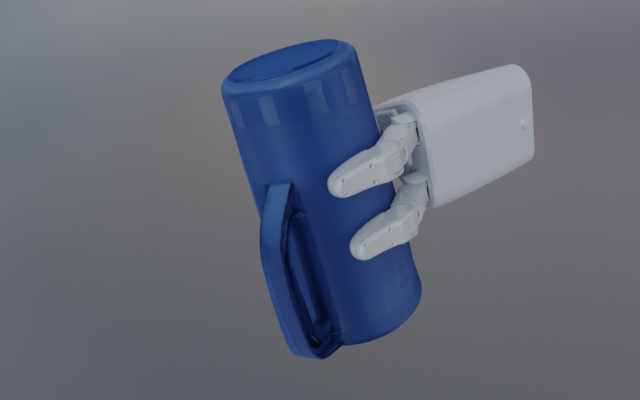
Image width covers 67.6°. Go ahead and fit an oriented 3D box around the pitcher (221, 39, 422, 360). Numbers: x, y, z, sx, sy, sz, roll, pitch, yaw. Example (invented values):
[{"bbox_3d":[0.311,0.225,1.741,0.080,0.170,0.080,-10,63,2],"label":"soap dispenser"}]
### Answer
[{"bbox_3d":[0.000,0.001,0.407,0.145,0.243,0.149,-23,28,-11],"label":"pitcher"}]
